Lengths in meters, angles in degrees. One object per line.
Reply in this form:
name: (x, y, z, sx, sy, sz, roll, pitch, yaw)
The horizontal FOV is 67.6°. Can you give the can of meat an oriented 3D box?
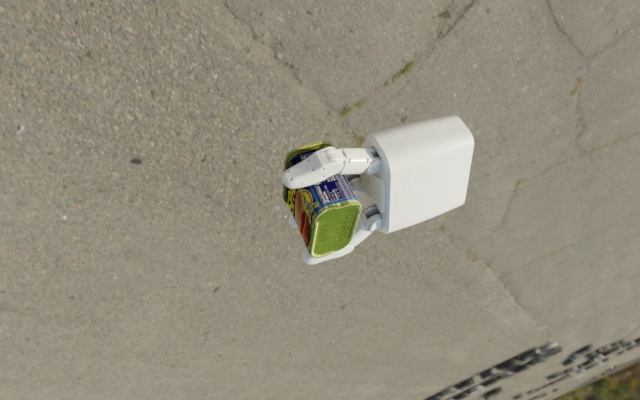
can of meat: (0.000, 0.002, 0.520, 0.057, 0.084, 0.102, -15, -32, -17)
